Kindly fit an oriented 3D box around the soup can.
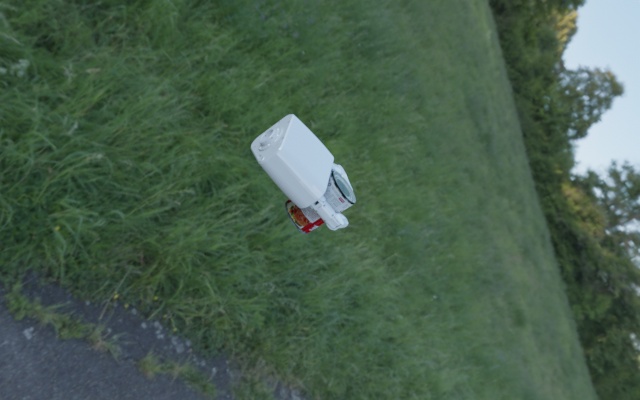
[{"bbox_3d":[0.001,0.003,0.813,0.102,0.068,0.068,-33,-11,18],"label":"soup can"}]
